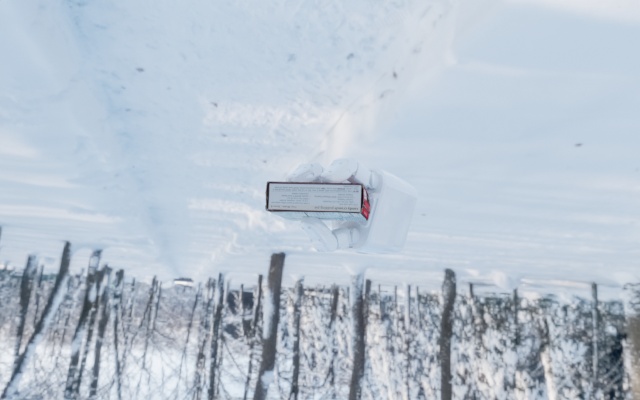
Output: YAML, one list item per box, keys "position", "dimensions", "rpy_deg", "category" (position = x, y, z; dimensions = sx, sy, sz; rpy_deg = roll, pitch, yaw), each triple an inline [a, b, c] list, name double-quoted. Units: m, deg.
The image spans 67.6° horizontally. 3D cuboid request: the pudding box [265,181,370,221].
- position: [0.000, 0.002, 0.570]
  dimensions: [0.113, 0.039, 0.090]
  rpy_deg: [0, -9, 10]
  category: "pudding box"
